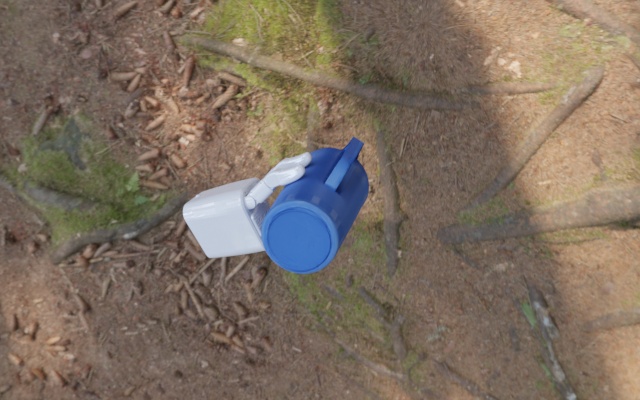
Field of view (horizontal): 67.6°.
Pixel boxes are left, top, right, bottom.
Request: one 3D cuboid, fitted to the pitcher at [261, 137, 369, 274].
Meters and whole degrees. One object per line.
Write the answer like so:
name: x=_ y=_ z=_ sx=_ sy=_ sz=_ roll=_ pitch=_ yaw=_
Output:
pitcher: x=0.000 y=0.002 z=0.733 sx=0.145 sy=0.149 sz=0.242 roll=-9 pitch=18 yaw=16
